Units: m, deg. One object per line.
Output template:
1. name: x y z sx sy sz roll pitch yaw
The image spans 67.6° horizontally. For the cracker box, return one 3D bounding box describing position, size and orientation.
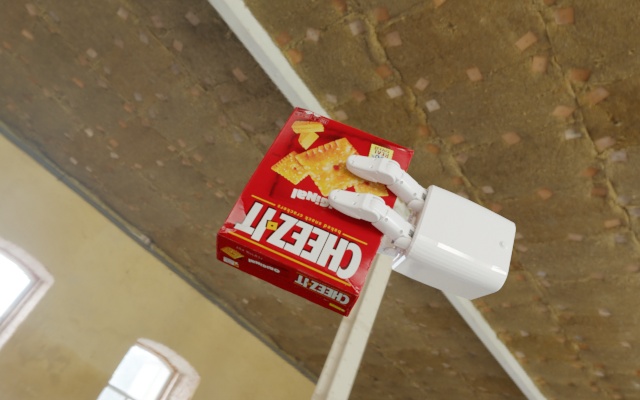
1. cracker box: 0.000 0.002 0.564 0.164 0.213 0.072 23 -35 6
